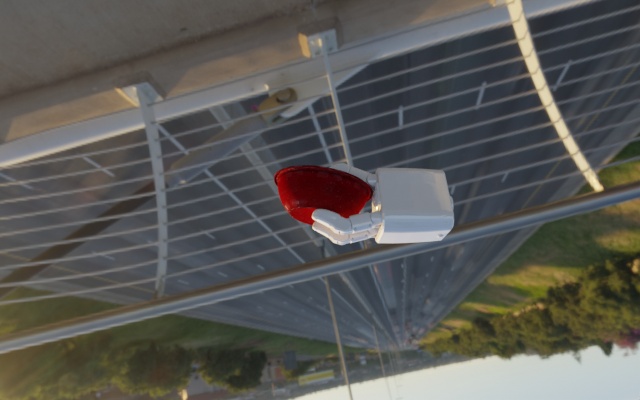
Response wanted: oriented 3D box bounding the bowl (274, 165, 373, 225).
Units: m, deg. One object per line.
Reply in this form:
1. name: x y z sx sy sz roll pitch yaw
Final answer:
1. bowl: -0.001 0.003 0.758 0.162 0.055 0.162 9 -20 3
